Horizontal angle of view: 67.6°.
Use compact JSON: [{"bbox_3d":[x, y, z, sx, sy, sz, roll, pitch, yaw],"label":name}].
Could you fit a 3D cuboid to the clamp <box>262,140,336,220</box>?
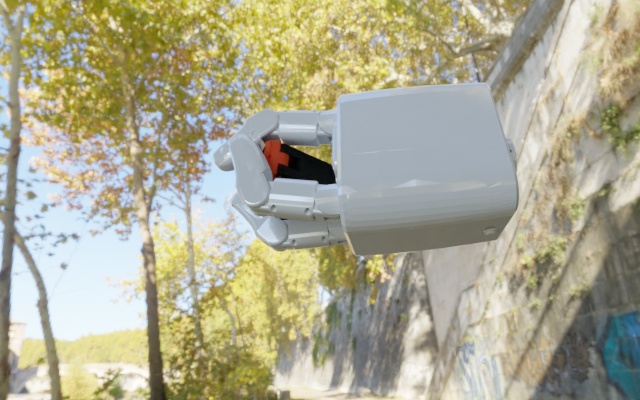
[{"bbox_3d":[0.000,0.001,0.412,0.120,0.039,0.171,-5,-21,8],"label":"clamp"}]
